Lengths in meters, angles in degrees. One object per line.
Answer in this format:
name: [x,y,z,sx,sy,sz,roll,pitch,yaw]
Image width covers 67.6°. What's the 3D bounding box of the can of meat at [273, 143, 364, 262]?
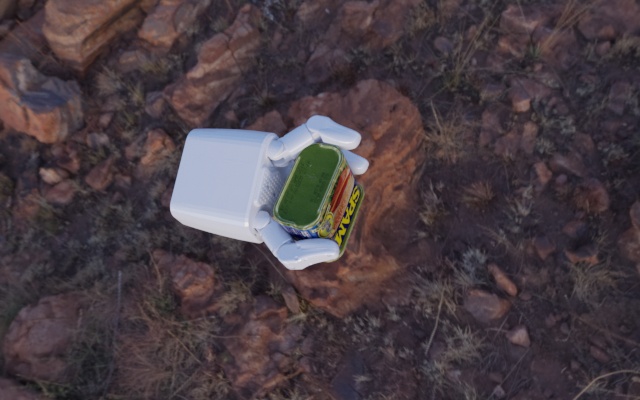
can of meat: [0.000,0.002,0.506,0.057,0.102,0.084,12,-23,25]
